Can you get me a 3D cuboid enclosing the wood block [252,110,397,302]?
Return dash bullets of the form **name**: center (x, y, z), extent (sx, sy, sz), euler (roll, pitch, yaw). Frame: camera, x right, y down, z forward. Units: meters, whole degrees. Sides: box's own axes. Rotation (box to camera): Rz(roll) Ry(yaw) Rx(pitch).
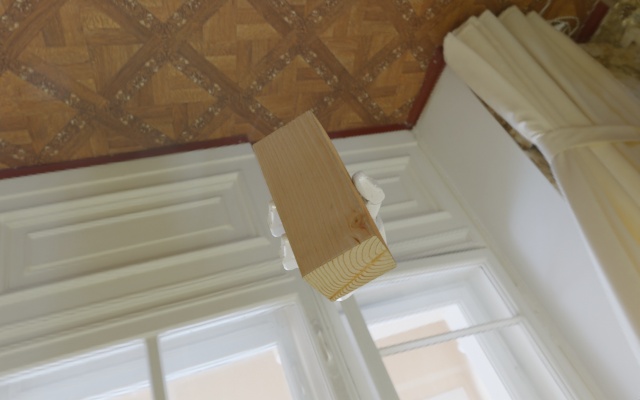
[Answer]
- **wood block**: center (0.001, 0.002, 0.579), extent (0.091, 0.206, 0.090), euler (-30, -37, 7)
